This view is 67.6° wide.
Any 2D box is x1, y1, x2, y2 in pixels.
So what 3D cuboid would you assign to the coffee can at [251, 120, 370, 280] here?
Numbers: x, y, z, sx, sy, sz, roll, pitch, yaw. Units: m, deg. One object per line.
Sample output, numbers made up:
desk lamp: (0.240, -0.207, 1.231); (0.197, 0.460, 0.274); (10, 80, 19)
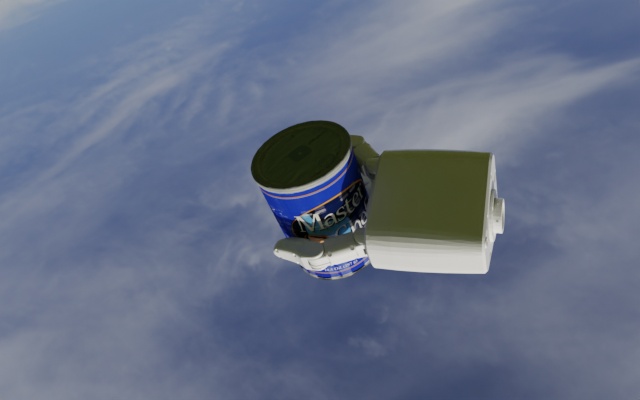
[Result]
coffee can: (0.000, 0.002, 0.508); (0.103, 0.102, 0.140); (0, -44, 24)
